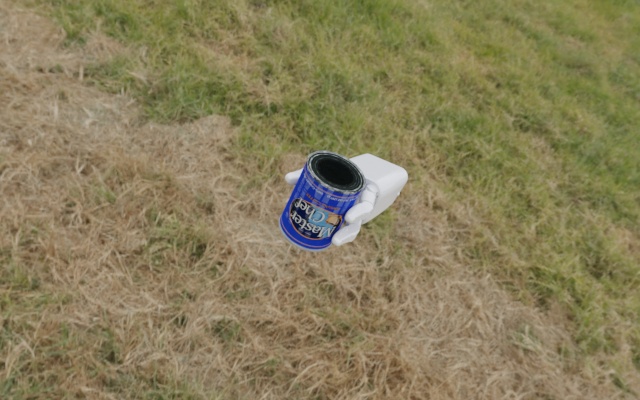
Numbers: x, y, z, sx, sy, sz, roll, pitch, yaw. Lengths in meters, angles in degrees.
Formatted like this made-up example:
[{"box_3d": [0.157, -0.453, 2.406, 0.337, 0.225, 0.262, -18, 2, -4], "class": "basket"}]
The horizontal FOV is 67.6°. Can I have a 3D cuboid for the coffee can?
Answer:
[{"box_3d": [0.000, 0.003, 0.799, 0.103, 0.140, 0.102, 17, 38, -14], "class": "coffee can"}]
